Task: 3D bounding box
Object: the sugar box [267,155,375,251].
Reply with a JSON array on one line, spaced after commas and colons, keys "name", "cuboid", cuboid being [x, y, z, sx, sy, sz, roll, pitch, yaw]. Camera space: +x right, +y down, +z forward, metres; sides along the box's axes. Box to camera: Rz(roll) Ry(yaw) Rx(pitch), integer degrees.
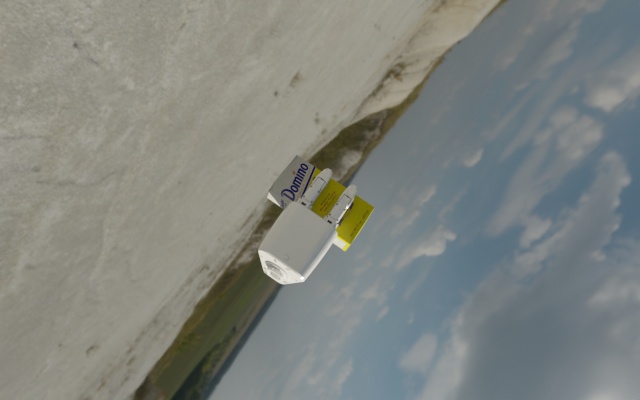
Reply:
[{"name": "sugar box", "cuboid": [0.000, 0.003, 0.873, 0.176, 0.093, 0.048, 35, -26, 1]}]
